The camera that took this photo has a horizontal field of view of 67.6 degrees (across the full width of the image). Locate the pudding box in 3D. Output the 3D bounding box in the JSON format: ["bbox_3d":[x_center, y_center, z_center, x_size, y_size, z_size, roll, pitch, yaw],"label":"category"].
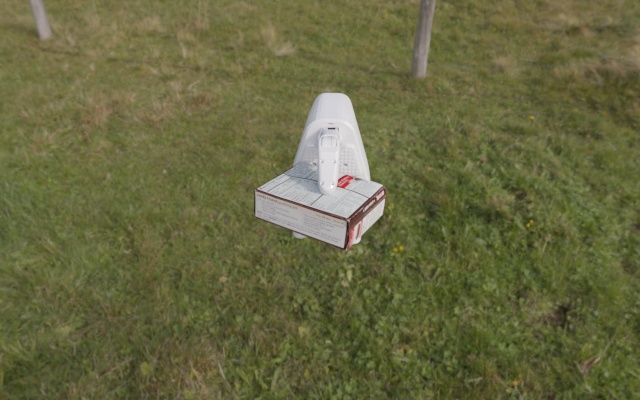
[{"bbox_3d":[0.000,0.001,0.501,0.113,0.039,0.090,16,32,26],"label":"pudding box"}]
